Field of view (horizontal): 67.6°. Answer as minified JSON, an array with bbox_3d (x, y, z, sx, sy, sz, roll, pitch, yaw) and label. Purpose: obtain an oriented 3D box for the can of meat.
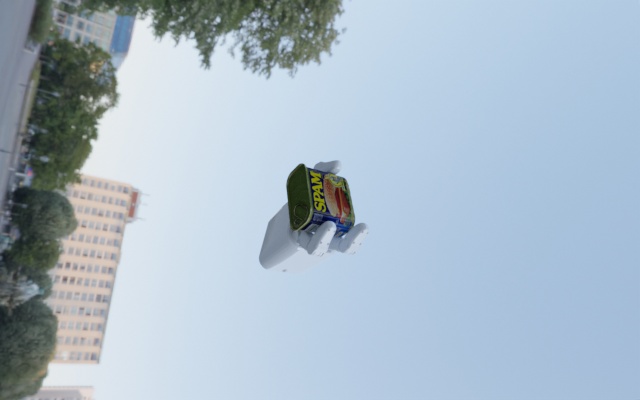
[{"bbox_3d":[0.000,0.002,0.727,0.084,0.102,0.057,14,-37,-32],"label":"can of meat"}]
